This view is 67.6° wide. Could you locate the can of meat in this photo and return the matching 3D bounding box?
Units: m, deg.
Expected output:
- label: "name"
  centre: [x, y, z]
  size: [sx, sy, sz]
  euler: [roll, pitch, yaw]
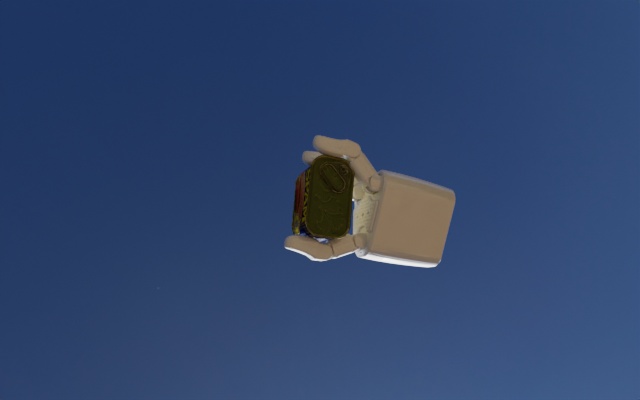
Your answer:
- label: "can of meat"
  centre: [0.000, 0.002, 0.615]
  size: [0.057, 0.102, 0.084]
  euler: [9, -12, -16]
